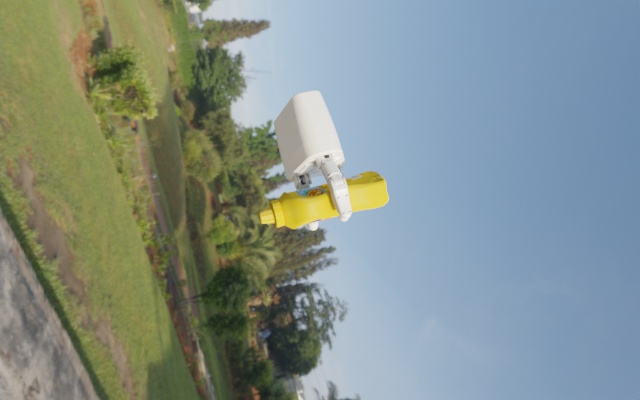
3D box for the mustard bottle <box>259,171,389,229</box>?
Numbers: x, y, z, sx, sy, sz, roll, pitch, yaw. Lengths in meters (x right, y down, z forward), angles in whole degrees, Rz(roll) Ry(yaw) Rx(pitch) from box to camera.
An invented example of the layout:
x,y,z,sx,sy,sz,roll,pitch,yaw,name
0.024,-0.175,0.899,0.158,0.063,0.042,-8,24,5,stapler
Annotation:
x,y,z,sx,sy,sz,roll,pitch,yaw,name
0.000,0.003,0.730,0.191,0.058,0.096,-14,11,-14,mustard bottle
